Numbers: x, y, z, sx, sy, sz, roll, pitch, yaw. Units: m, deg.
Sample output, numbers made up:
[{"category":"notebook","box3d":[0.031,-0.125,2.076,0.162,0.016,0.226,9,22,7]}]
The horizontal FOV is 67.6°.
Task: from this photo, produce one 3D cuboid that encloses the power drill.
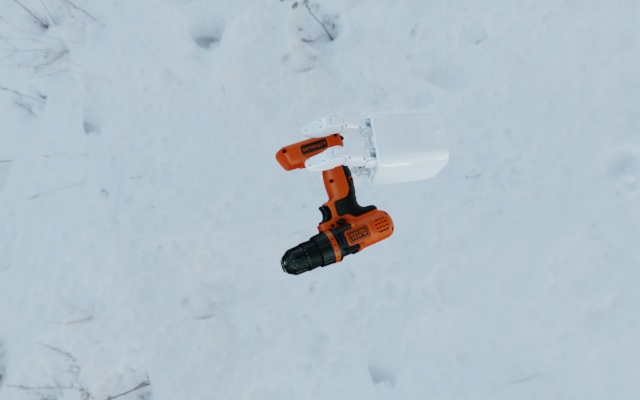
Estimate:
[{"category":"power drill","box3d":[0.000,0.002,0.720,0.184,0.187,0.057,-21,-5,-20]}]
